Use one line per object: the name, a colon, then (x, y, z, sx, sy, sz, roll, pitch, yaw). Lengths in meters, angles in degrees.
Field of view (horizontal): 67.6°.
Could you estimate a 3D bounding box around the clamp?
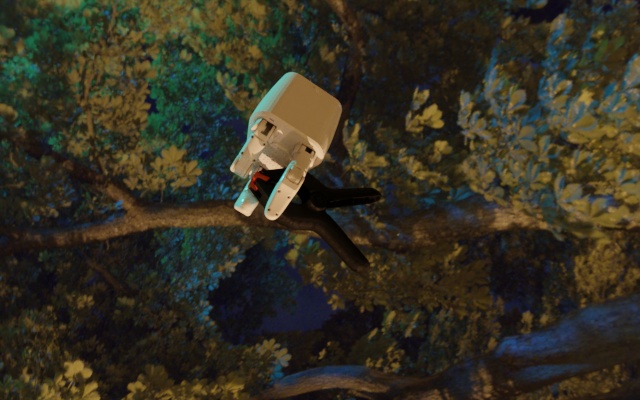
clamp: (0.000, 0.002, 0.578, 0.171, 0.120, 0.039, 32, -44, -9)
